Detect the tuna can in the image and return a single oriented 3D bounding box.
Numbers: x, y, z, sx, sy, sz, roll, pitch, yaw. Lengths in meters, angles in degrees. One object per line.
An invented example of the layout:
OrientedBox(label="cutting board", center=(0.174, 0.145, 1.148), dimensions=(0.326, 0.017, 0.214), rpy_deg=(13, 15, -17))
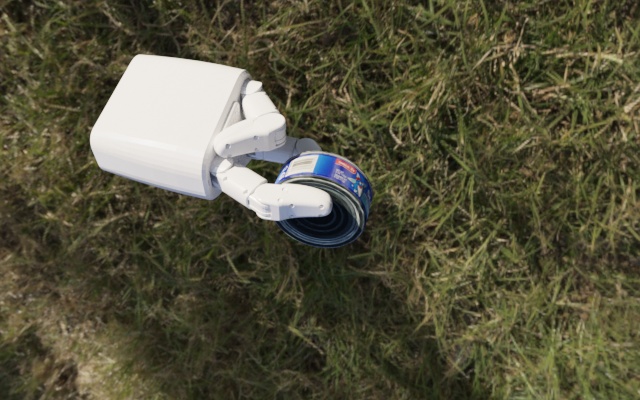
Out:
OrientedBox(label="tuna can", center=(0.000, 0.002, 0.409), dimensions=(0.086, 0.086, 0.033), rpy_deg=(0, 43, 18))
